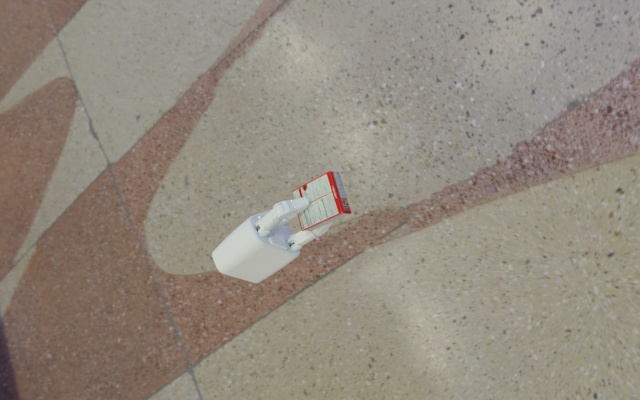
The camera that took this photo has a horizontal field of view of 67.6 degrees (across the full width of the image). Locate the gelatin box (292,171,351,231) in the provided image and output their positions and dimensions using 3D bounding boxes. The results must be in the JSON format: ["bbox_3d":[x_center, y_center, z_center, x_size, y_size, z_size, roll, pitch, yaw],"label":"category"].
[{"bbox_3d":[0.000,0.002,0.785,0.089,0.073,0.030,-27,-19,32],"label":"gelatin box"}]
